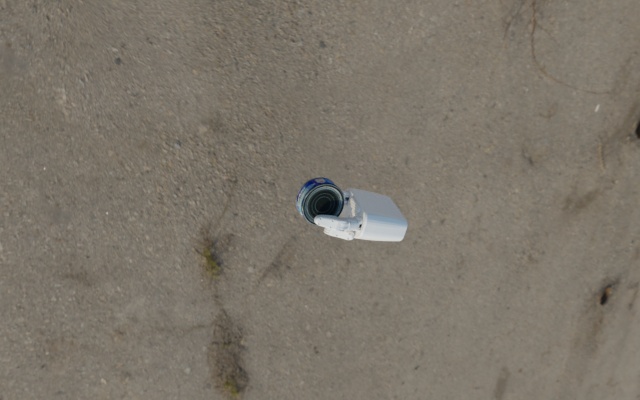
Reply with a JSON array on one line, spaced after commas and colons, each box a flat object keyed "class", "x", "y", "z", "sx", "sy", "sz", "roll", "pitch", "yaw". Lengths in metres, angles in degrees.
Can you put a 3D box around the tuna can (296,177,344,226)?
[{"class": "tuna can", "x": 0.000, "y": 0.003, "z": 0.878, "sx": 0.086, "sy": 0.086, "sz": 0.033, "roll": 0, "pitch": 22, "yaw": -23}]
